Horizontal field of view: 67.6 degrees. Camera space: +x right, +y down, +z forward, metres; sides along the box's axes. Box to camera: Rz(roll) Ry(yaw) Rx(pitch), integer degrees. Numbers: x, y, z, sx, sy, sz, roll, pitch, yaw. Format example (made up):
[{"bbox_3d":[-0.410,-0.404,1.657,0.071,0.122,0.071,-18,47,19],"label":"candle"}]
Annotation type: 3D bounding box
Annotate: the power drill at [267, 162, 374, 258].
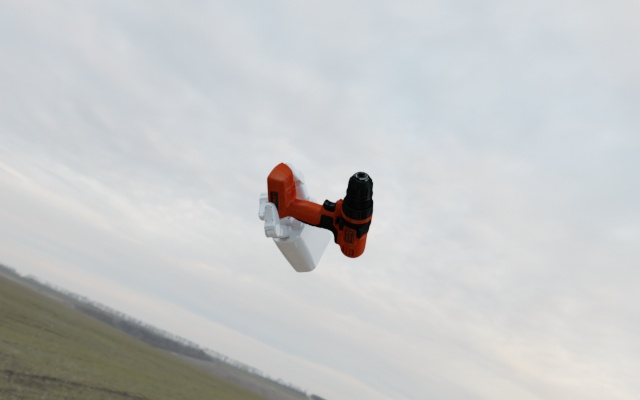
[{"bbox_3d":[0.000,0.003,0.808,0.187,0.185,0.057,23,47,20],"label":"power drill"}]
